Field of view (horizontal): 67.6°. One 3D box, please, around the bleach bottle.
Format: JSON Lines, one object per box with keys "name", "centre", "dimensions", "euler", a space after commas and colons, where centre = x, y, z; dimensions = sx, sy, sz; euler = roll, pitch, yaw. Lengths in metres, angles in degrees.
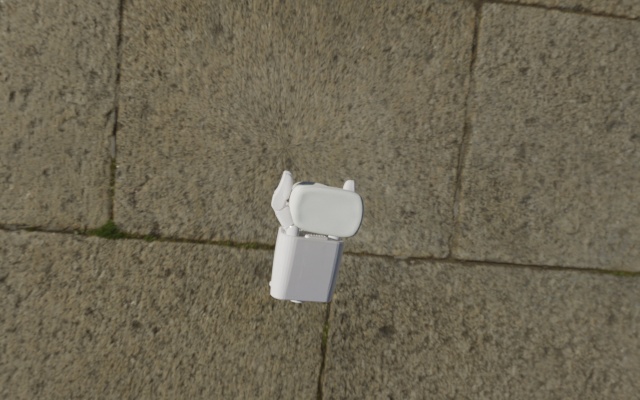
{"name": "bleach bottle", "centre": [0.000, 0.003, 0.781], "dimensions": [0.102, 0.068, 0.251], "euler": [9, 5, -5]}
